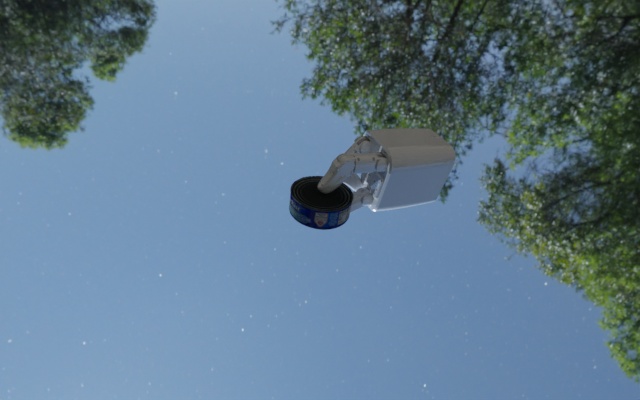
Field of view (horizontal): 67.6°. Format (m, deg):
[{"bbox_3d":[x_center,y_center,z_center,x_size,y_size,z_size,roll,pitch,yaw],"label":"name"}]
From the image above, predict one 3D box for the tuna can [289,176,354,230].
[{"bbox_3d":[0.000,0.003,0.650,0.086,0.034,0.086,6,33,-4],"label":"tuna can"}]
